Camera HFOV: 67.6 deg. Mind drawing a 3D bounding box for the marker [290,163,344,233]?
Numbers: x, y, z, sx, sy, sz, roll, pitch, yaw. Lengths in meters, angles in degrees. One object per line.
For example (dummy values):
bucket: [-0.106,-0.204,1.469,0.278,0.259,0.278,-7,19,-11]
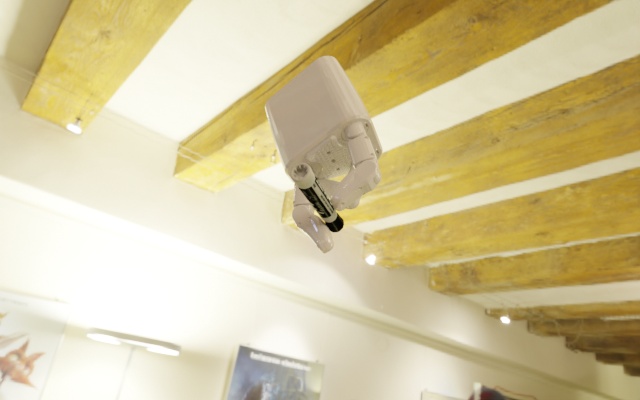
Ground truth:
marker: [0.000,0.002,0.463,0.020,0.020,0.121,0,-26,19]
